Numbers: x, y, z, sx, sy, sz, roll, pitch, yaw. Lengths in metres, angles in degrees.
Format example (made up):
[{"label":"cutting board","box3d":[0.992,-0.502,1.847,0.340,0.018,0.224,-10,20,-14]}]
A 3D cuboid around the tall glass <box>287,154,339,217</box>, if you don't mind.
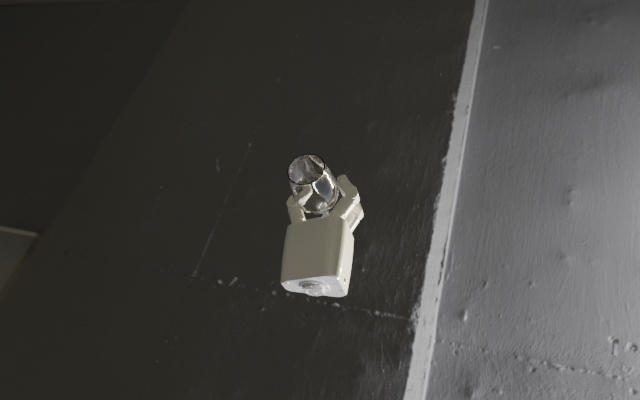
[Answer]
[{"label":"tall glass","box3d":[0.000,0.003,0.835,0.079,0.079,0.201,0,-32,16]}]
